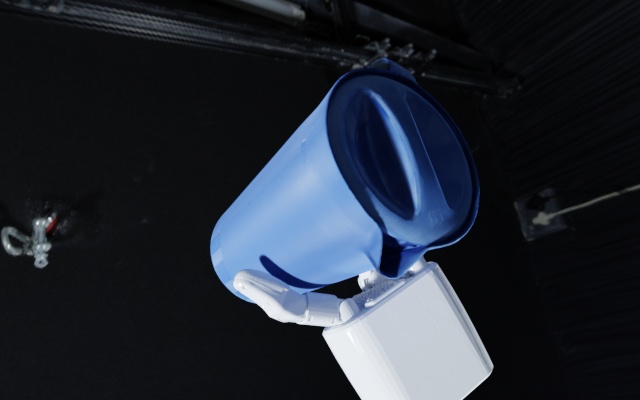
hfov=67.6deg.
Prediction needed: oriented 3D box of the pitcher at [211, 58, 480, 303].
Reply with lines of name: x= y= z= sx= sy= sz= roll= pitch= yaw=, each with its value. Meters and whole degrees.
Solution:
pitcher: x=0.000 y=0.002 z=0.409 sx=0.149 sy=0.145 sz=0.243 roll=-31 pitch=-2 yaw=-41
